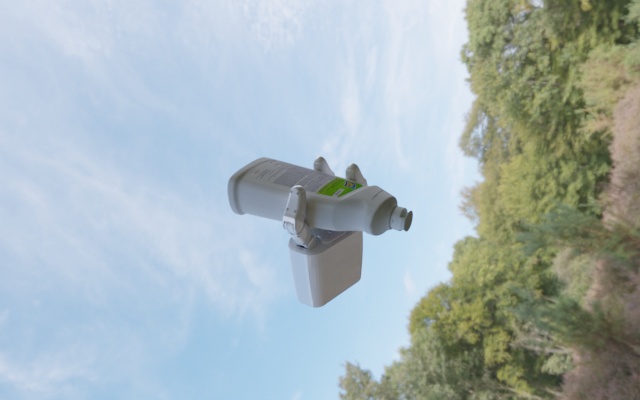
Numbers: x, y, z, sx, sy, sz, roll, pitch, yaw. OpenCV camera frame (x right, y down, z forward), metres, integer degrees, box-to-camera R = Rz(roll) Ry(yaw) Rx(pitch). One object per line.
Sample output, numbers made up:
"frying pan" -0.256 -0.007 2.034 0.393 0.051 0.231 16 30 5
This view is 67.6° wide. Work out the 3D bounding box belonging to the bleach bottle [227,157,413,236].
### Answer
"bleach bottle" 0.000 0.002 0.654 0.251 0.068 0.102 15 36 28
